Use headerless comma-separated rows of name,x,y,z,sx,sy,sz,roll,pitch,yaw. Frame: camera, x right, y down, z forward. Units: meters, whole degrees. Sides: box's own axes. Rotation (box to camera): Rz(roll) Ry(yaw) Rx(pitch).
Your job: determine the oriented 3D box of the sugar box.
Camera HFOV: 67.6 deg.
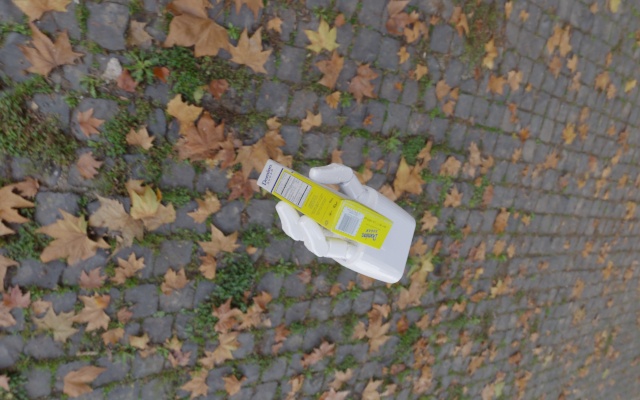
sugar box,0.000,0.003,0.618,0.093,0.048,0.176,25,1,-40
